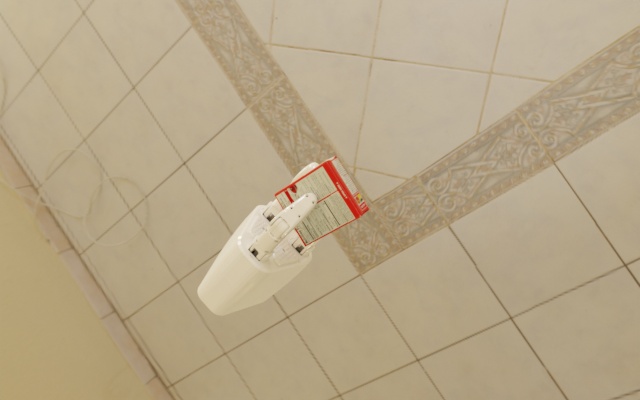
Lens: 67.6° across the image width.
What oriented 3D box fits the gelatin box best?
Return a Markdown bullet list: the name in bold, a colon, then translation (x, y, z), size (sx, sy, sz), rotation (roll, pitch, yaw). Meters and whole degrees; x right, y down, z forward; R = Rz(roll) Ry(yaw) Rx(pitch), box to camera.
- **gelatin box**: translation (0.000, 0.002, 0.552), size (0.089, 0.073, 0.030), rotation (-31, 2, 32)
